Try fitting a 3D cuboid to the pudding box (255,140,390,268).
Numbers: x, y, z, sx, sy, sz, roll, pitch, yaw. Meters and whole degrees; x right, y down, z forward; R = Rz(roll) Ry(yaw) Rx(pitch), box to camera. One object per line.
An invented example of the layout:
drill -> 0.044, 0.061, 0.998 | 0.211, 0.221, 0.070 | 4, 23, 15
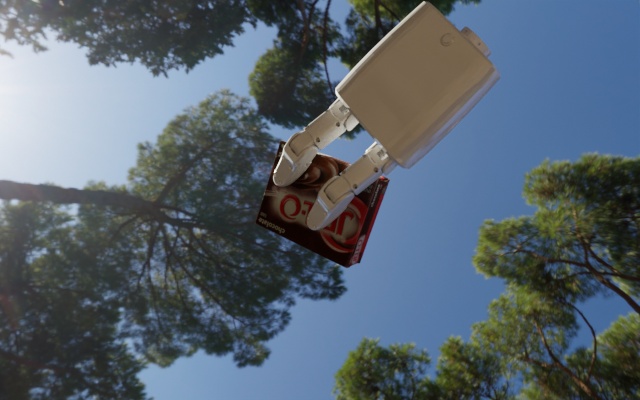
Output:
pudding box -> 0.000, 0.001, 0.466 | 0.113, 0.090, 0.039 | 23, 11, 27
